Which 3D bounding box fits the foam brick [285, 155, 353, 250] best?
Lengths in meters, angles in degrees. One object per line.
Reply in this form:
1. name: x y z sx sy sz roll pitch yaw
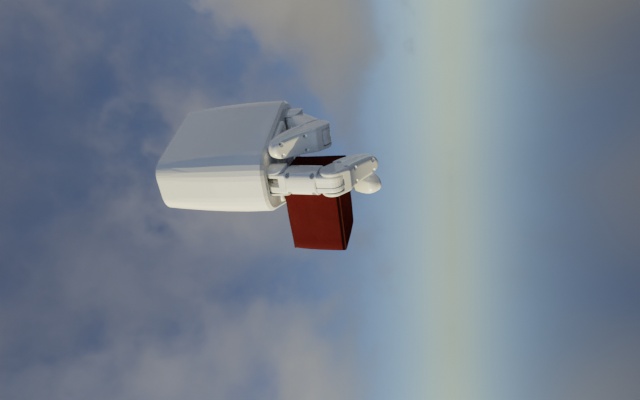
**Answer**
1. foam brick: 0.000 0.002 0.459 0.051 0.078 0.053 -1 27 14
